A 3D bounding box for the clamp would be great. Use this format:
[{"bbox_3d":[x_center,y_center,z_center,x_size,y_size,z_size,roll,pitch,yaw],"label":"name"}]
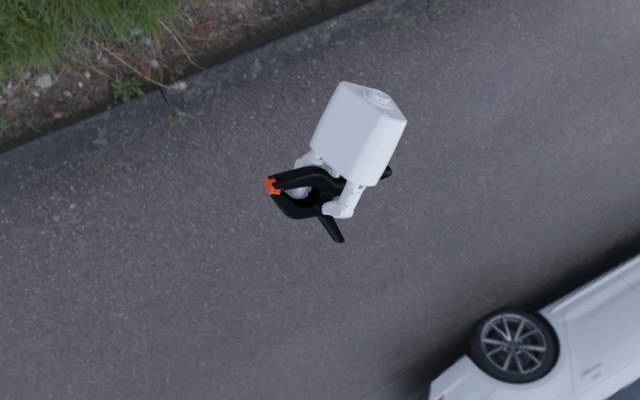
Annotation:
[{"bbox_3d":[0.000,0.003,0.757,0.210,0.165,0.036,4,35,-35],"label":"clamp"}]
